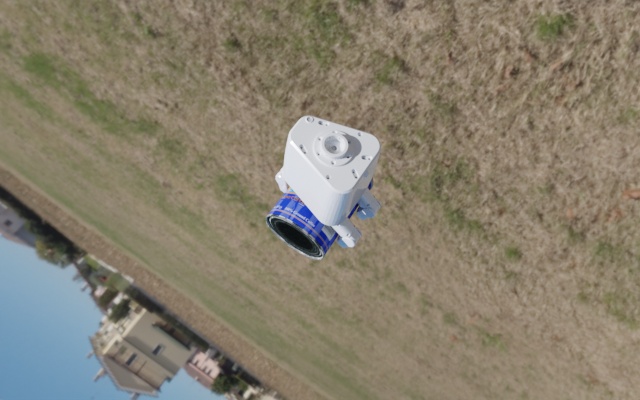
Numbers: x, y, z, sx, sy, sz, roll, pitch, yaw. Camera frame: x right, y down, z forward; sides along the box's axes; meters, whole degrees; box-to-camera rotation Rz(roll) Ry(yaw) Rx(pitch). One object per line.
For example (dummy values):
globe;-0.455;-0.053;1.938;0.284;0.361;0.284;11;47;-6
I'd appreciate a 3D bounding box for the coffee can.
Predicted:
coffee can;0.000;0.002;0.714;0.103;0.140;0.103;30;-22;14
